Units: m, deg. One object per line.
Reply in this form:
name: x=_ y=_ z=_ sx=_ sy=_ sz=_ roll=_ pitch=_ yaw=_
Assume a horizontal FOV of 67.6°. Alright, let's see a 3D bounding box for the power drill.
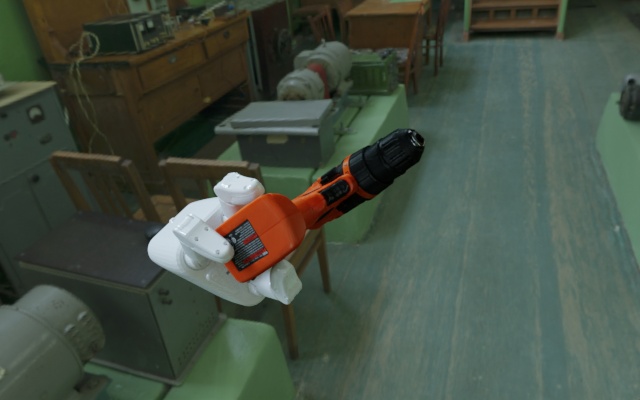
power drill: x=0.000 y=0.002 z=0.467 sx=0.184 sy=0.057 sz=0.187 roll=-37 pitch=-6 yaw=40
